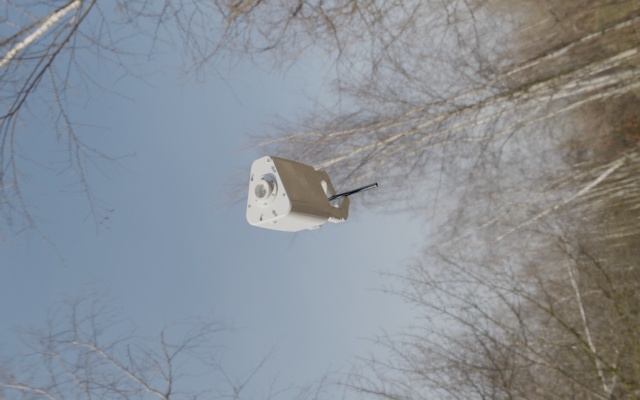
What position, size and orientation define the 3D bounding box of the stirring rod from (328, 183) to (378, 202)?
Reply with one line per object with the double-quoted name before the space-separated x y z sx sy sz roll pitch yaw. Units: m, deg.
"stirring rod" 0.000 0.003 0.889 0.239 0.011 0.011 -17 -9 32
